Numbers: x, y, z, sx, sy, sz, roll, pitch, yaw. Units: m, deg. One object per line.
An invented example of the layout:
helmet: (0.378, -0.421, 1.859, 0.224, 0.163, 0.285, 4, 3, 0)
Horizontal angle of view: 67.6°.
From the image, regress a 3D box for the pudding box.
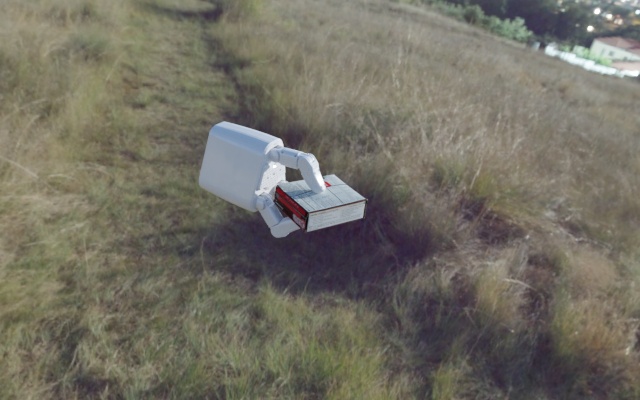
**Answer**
pudding box: (0.000, 0.002, 0.719, 0.113, 0.039, 0.090, -14, 37, -33)
